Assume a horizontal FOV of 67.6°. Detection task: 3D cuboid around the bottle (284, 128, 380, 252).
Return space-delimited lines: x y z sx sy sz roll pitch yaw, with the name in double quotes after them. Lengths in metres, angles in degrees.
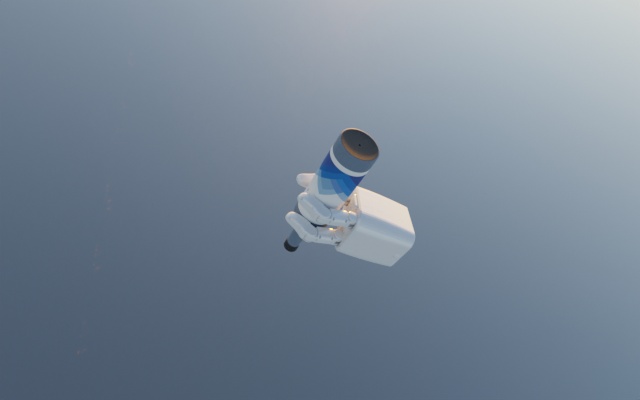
0.000 0.002 0.806 0.069 0.069 0.296 0 -35 -29 "bottle"
